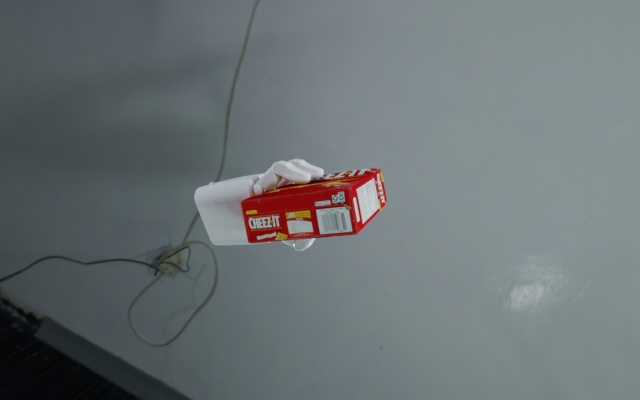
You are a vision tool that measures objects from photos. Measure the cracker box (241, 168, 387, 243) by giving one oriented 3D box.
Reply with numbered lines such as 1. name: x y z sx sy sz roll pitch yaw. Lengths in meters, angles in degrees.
1. cracker box: 0.000 0.003 0.738 0.164 0.072 0.213 -7 8 19
